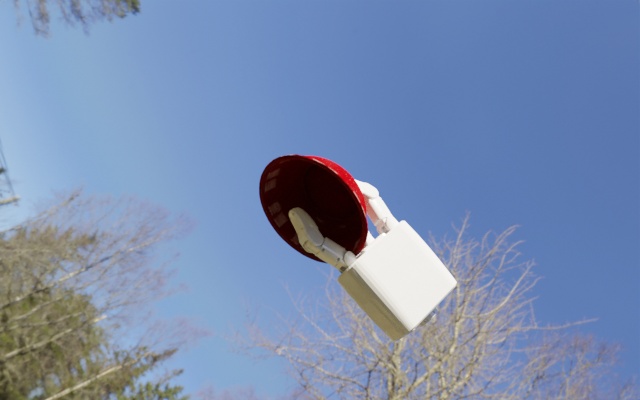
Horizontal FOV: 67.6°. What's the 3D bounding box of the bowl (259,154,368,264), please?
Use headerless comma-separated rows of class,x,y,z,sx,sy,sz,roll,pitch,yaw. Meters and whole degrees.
bowl,0.000,0.001,0.619,0.162,0.162,0.055,0,31,37
